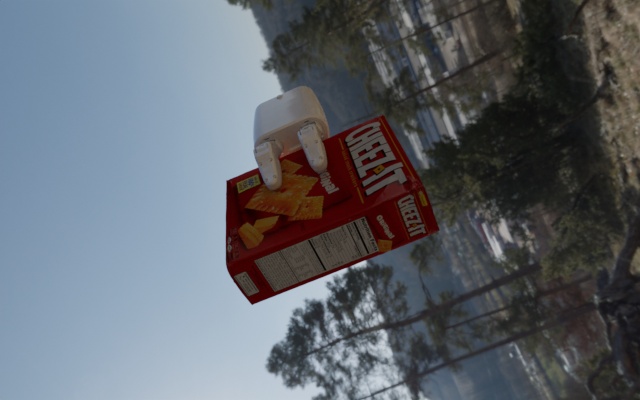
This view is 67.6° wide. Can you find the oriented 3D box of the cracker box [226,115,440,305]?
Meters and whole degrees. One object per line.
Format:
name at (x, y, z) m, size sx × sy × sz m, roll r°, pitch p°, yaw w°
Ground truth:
cracker box at (0.000, 0.002, 0.537) m, size 0.214 × 0.072 × 0.164 m, roll -23°, pitch 36°, yaw 7°
